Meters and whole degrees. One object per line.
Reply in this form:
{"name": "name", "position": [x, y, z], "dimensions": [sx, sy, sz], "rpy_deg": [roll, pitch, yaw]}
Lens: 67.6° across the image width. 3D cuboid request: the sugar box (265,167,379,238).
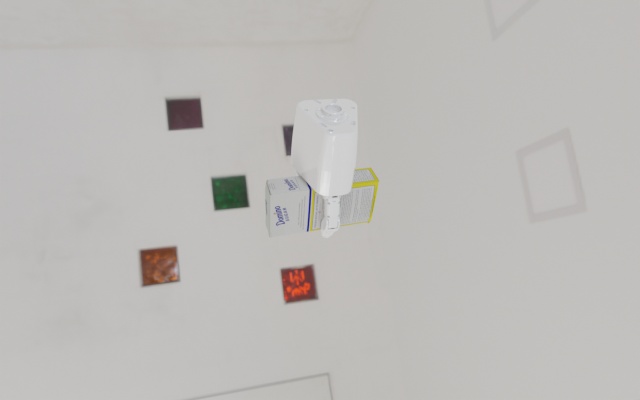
{"name": "sugar box", "position": [0.000, 0.002, 0.769], "dimensions": [0.176, 0.093, 0.048], "rpy_deg": [-5, 40, -14]}
